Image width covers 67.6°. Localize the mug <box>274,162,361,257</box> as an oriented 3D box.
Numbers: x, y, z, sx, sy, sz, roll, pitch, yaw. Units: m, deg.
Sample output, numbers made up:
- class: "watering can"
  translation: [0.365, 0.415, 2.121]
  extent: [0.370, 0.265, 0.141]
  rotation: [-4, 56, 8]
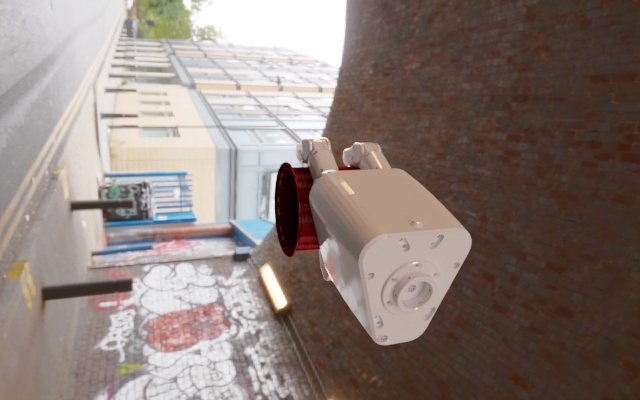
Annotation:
- class: "mug"
  translation: [0.000, 0.001, 0.491]
  extent: [0.081, 0.093, 0.117]
  rotation: [-2, 29, -19]
